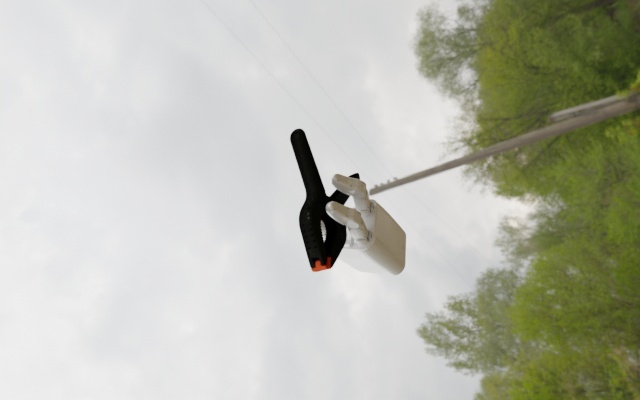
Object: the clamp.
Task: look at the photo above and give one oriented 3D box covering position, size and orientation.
[{"bbox_3d":[0.000,0.003,0.722,0.036,0.209,0.165,-19,-43,35],"label":"clamp"}]
